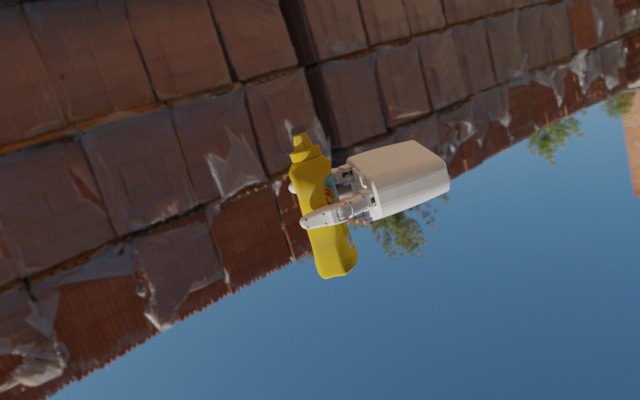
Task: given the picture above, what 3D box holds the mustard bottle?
[{"bbox_3d":[0.000,0.002,0.650,0.058,0.192,0.096,-13,13,14],"label":"mustard bottle"}]
